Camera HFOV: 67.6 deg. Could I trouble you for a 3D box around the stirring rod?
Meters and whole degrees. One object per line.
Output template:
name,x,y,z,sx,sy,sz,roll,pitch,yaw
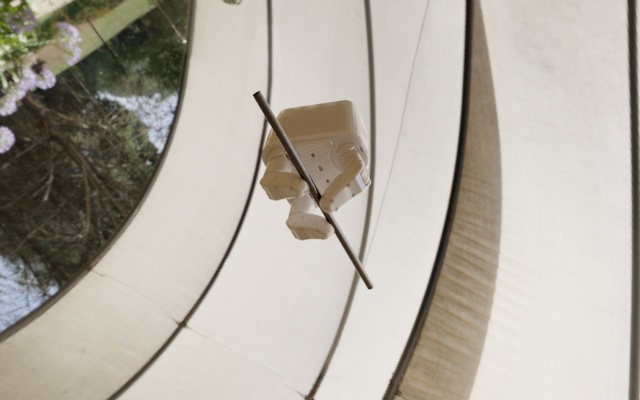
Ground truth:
stirring rod,0.000,0.001,0.458,0.011,0.240,0.011,-23,29,14
